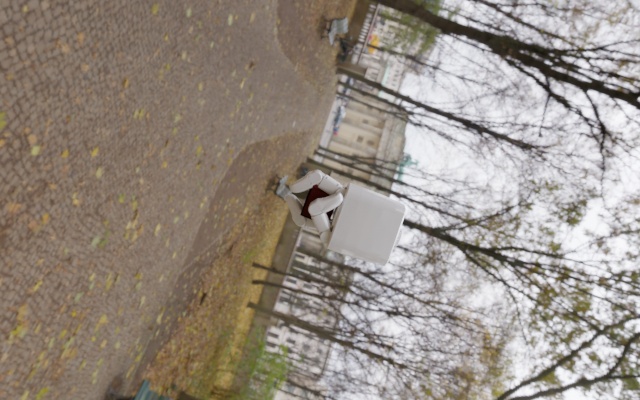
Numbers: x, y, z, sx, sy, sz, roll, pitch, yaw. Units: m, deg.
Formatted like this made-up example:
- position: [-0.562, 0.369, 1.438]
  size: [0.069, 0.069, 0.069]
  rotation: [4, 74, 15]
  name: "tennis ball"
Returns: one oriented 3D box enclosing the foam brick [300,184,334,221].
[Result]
- position: [0.000, 0.003, 0.840]
  size: [0.051, 0.053, 0.078]
  rotation: [20, 15, -1]
  name: "foam brick"
